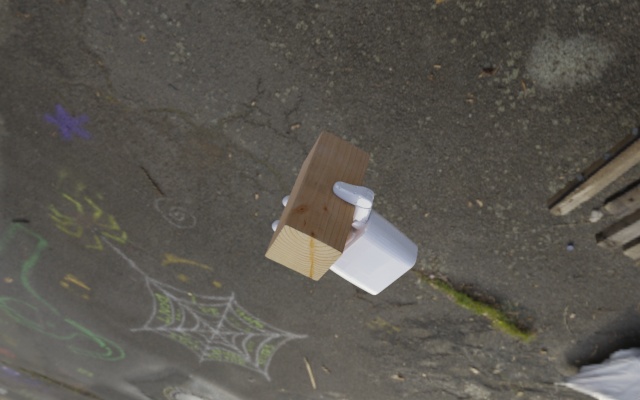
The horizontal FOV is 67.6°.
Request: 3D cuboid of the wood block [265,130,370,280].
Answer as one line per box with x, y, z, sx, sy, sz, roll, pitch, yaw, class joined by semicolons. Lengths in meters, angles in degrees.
0.001;0.003;0.731;0.090;0.206;0.091;27;-42;-9;wood block
